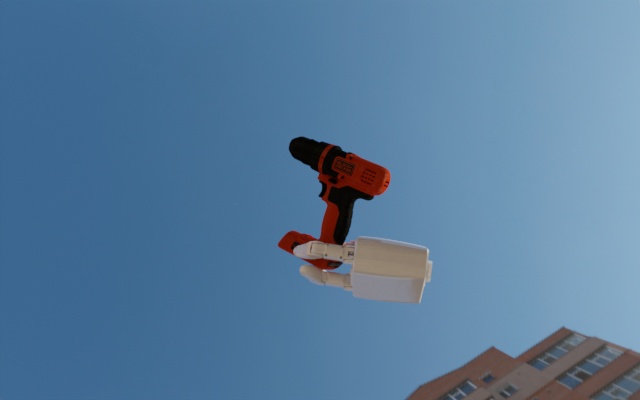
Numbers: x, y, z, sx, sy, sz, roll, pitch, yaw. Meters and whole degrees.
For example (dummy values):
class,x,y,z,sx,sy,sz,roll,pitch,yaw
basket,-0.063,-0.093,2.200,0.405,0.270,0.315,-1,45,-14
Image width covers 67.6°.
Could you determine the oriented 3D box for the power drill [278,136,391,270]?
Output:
class,x,y,z,sx,sy,sz,roll,pitch,yaw
power drill,0.000,0.003,0.767,0.184,0.187,0.057,25,7,28
